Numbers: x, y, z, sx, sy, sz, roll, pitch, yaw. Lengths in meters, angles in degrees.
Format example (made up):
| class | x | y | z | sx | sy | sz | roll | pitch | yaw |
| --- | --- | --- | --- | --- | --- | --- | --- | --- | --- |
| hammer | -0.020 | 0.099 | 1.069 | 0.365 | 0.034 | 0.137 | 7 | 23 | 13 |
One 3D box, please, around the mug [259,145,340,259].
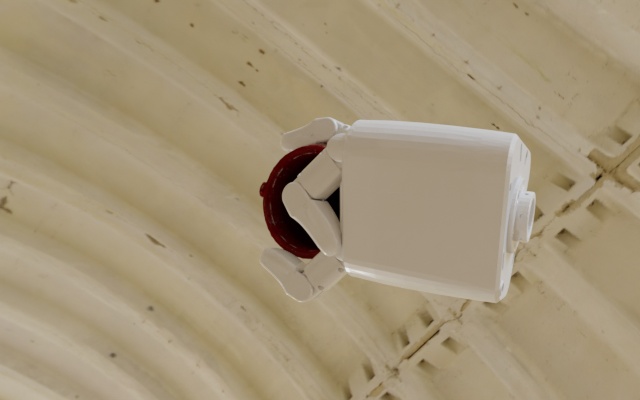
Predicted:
| class | x | y | z | sx | sy | sz | roll | pitch | yaw |
| --- | --- | --- | --- | --- | --- | --- | --- | --- | --- |
| mug | -0.001 | 0.001 | 0.429 | 0.117 | 0.093 | 0.081 | 10 | 2 | 30 |
